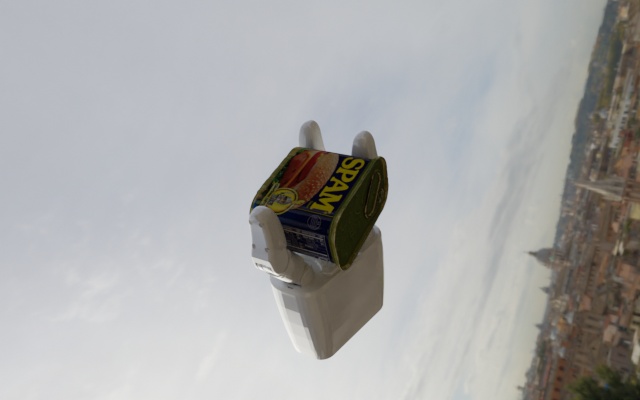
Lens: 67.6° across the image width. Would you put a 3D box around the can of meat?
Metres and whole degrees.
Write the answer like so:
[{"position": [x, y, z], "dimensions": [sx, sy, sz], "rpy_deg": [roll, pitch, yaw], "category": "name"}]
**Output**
[{"position": [0.000, 0.001, 0.408], "dimensions": [0.084, 0.057, 0.102], "rpy_deg": [13, 47, 27], "category": "can of meat"}]
